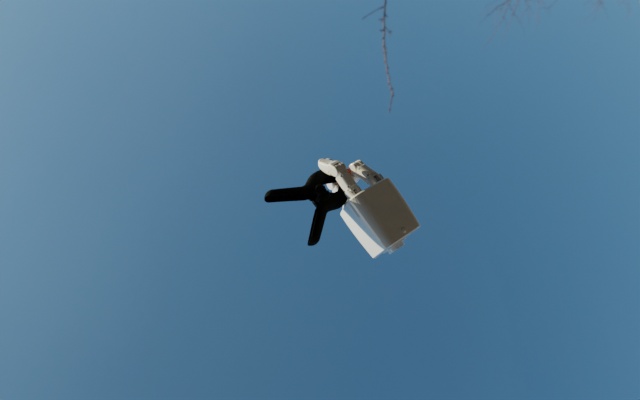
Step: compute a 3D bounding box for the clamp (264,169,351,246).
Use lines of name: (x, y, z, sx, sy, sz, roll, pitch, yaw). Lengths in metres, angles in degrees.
clamp: (0.000, 0.003, 0.834, 0.171, 0.120, 0.039, -29, -11, -30)
